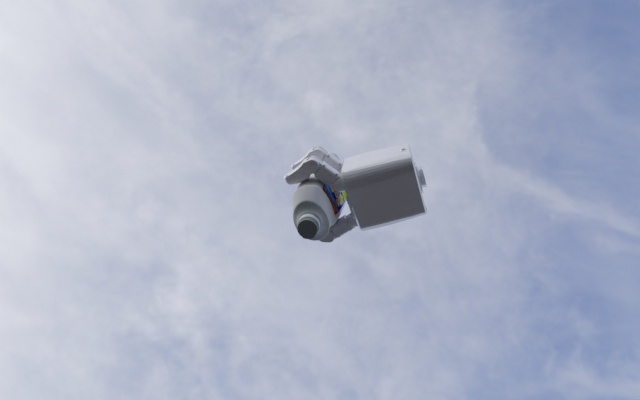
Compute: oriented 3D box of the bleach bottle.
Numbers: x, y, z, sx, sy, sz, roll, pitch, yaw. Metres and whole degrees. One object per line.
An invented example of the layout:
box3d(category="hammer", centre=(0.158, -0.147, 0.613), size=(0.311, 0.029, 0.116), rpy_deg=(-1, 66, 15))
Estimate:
box3d(category="bleach bottle", centre=(0.000, 0.002, 0.755), size=(0.068, 0.102, 0.250), rpy_deg=(-15, 18, 13))
